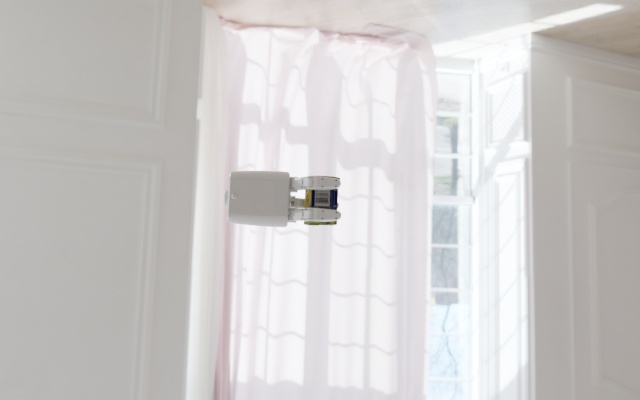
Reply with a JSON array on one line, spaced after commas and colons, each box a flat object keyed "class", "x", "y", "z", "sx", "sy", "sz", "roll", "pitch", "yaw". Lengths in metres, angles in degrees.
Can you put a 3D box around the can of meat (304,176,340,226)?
[{"class": "can of meat", "x": 0.000, "y": 0.003, "z": 0.872, "sx": 0.057, "sy": 0.084, "sz": 0.102, "roll": 3, "pitch": -5, "yaw": -9}]
